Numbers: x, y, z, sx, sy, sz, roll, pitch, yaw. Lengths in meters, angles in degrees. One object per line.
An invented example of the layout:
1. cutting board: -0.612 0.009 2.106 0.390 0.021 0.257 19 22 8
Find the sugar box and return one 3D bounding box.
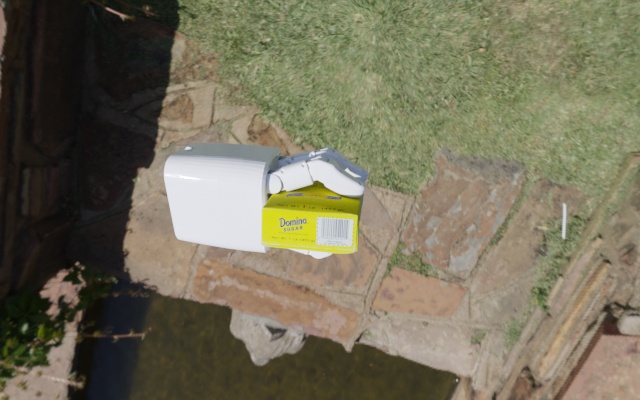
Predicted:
1. sugar box: 0.000 0.001 0.524 0.093 0.048 0.176 5 20 5
